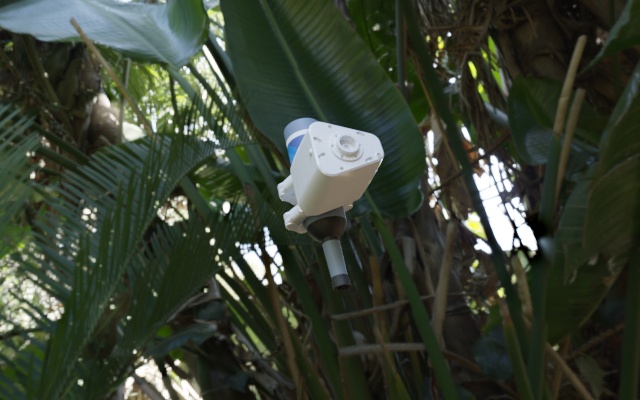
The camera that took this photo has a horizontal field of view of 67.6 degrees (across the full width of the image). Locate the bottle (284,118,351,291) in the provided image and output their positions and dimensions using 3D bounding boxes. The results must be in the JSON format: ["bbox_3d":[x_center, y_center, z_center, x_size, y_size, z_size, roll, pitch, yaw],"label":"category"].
[{"bbox_3d":[0.000,0.002,0.773,0.069,0.295,0.069,-11,-27,-6],"label":"bottle"}]
